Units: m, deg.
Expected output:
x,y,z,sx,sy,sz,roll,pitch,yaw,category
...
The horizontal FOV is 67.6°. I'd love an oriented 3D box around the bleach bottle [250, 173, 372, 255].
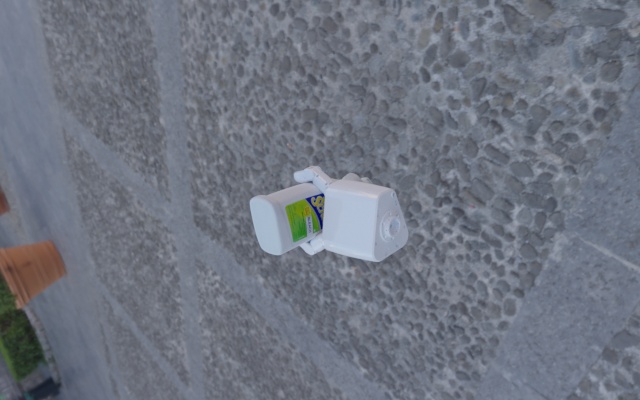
x,y,z,sx,sy,sz,roll,pitch,yaw,category
0.000,0.003,0.834,0.250,0.102,0.068,-25,23,-39,bleach bottle
